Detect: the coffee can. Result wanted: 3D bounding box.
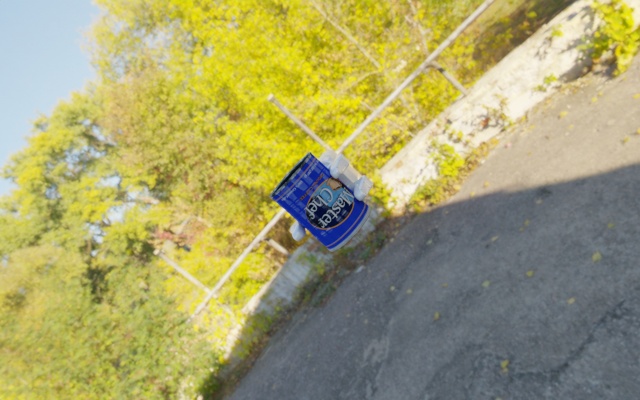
[{"bbox_3d":[0.000,0.003,0.805,0.140,0.103,0.103,42,-9,-10],"label":"coffee can"}]
